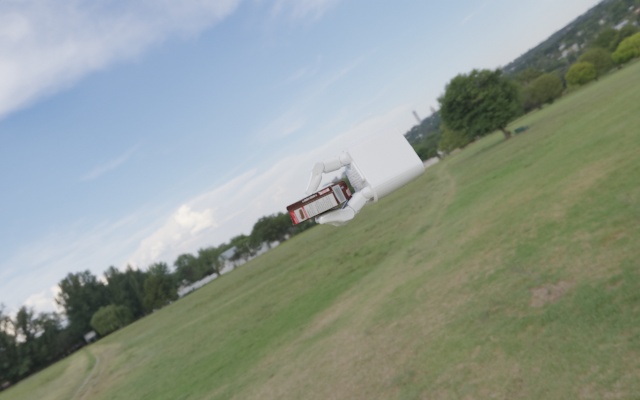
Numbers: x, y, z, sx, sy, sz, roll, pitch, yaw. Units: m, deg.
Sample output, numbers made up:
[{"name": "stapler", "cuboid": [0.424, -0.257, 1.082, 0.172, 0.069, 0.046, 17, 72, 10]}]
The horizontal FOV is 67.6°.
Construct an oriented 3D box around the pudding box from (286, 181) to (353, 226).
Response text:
[{"name": "pudding box", "cuboid": [0.000, 0.003, 0.826, 0.090, 0.039, 0.113, -26, -2, 15]}]
